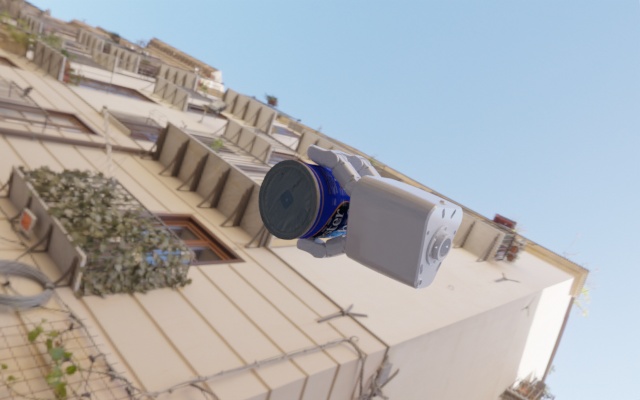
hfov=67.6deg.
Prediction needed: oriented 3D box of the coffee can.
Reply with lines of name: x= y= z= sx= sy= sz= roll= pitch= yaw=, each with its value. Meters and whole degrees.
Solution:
coffee can: x=0.000 y=0.002 z=0.660 sx=0.103 sy=0.103 sz=0.140 roll=0 pitch=-3 yaw=39
